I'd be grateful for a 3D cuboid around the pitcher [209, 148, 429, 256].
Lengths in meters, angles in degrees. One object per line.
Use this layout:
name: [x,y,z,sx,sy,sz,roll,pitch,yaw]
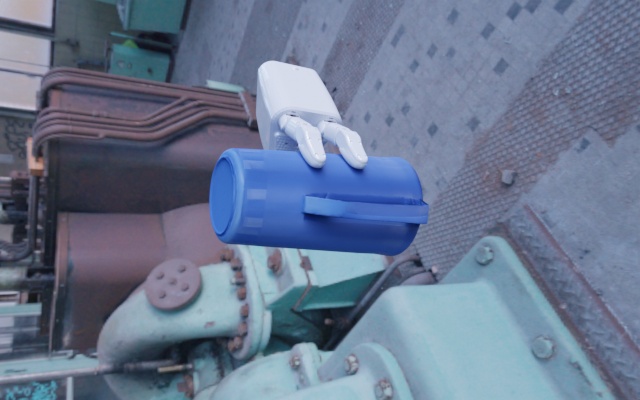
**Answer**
pitcher: [0.000,0.002,0.580,0.243,0.145,0.149,3,-39,-29]
